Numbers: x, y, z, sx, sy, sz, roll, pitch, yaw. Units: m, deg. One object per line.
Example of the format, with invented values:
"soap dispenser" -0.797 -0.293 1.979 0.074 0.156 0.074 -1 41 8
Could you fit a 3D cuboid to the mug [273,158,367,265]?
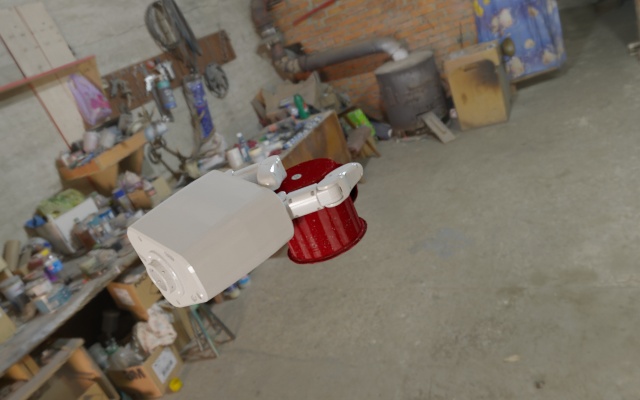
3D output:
"mug" 0.001 0.001 0.512 0.093 0.081 0.117 1 32 47
